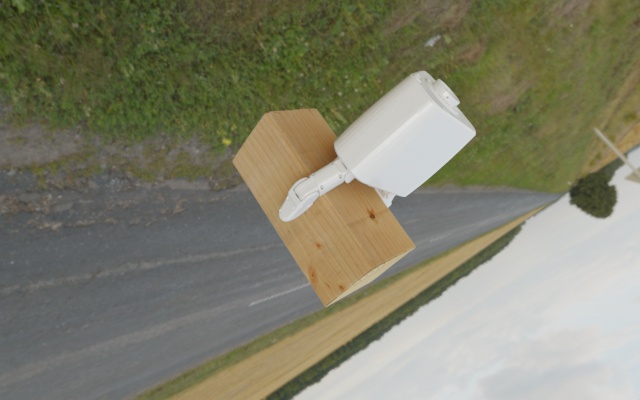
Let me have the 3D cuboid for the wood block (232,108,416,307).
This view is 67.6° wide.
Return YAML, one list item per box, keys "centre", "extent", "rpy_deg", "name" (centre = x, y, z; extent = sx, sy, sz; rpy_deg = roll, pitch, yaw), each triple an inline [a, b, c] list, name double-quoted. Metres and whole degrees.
- centre: [0.000, 0.002, 0.552]
  extent: [0.091, 0.206, 0.090]
  rpy_deg: [-16, -23, -48]
  name: "wood block"
